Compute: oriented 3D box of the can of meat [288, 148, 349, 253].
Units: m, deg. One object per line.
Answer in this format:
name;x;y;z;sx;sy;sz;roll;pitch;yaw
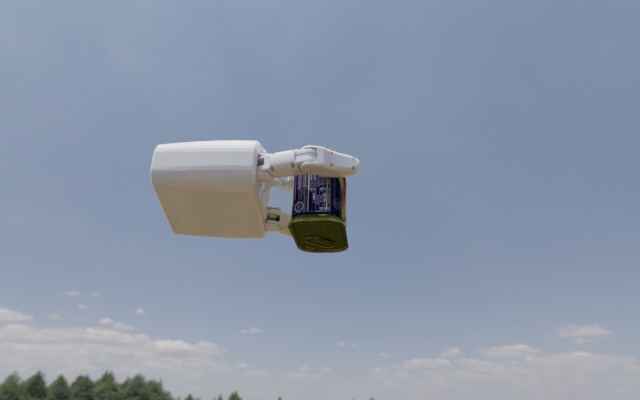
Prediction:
can of meat;0.000;0.001;0.517;0.057;0.084;0.102;-2;-24;6
